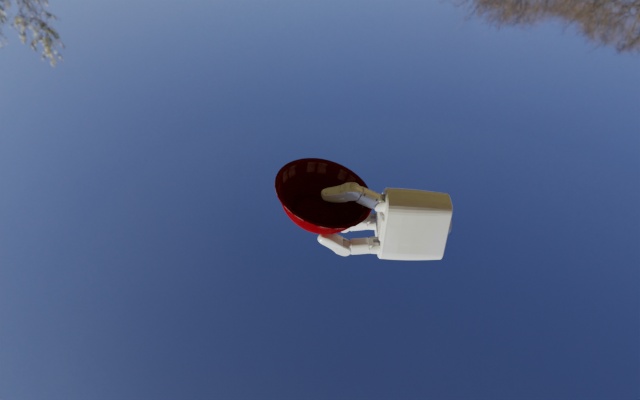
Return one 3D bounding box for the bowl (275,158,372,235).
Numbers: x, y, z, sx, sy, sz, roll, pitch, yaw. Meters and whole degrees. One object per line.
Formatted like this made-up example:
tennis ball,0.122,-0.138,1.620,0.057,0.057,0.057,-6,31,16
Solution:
bowl,-0.001,0.002,0.778,0.162,0.055,0.162,11,43,-10
